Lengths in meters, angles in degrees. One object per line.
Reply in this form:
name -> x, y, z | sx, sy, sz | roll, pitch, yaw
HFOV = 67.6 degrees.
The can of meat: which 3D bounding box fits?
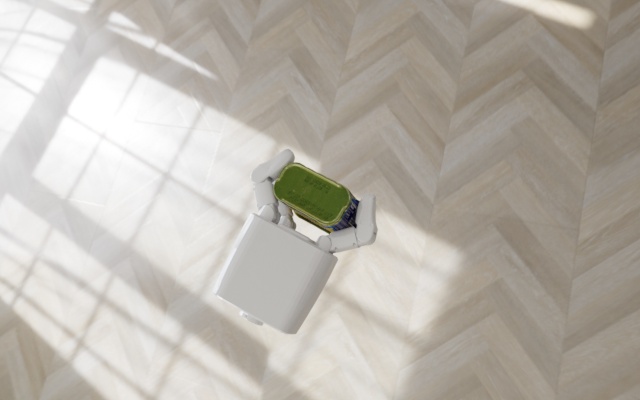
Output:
can of meat -> 0.000, 0.002, 0.587 | 0.102, 0.057, 0.084 | 28, -5, 23
